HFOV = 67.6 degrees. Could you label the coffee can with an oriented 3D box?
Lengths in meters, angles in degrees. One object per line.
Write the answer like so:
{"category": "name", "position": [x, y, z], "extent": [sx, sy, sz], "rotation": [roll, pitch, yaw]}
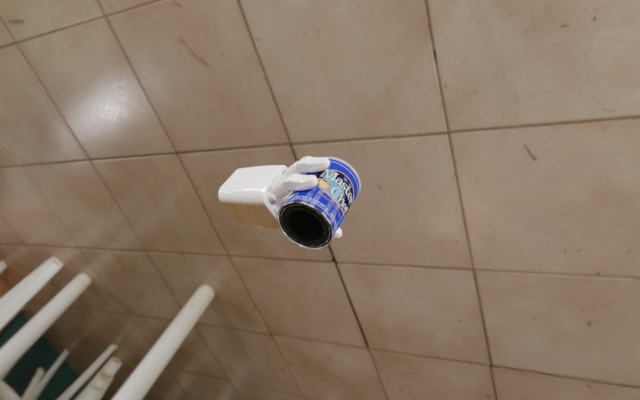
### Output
{"category": "coffee can", "position": [0.000, 0.003, 0.840], "extent": [0.103, 0.103, 0.140], "rotation": [0, 36, 28]}
